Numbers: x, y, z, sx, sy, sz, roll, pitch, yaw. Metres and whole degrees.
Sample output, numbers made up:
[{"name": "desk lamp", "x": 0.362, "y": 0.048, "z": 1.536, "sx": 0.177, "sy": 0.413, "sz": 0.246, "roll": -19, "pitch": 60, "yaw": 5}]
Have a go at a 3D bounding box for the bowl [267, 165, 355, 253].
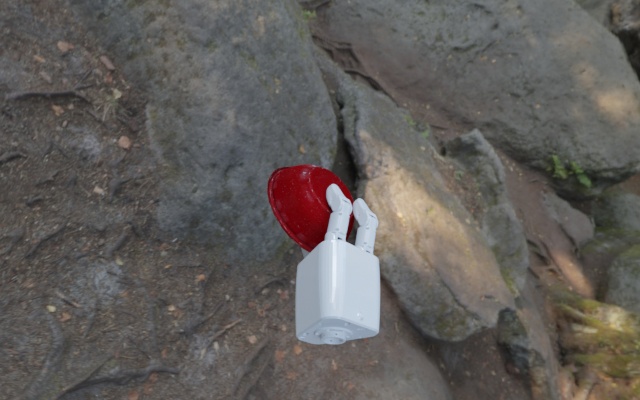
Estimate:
[{"name": "bowl", "x": 0.000, "y": 0.001, "z": 0.716, "sx": 0.055, "sy": 0.162, "sz": 0.162, "roll": -39, "pitch": -23, "yaw": 31}]
